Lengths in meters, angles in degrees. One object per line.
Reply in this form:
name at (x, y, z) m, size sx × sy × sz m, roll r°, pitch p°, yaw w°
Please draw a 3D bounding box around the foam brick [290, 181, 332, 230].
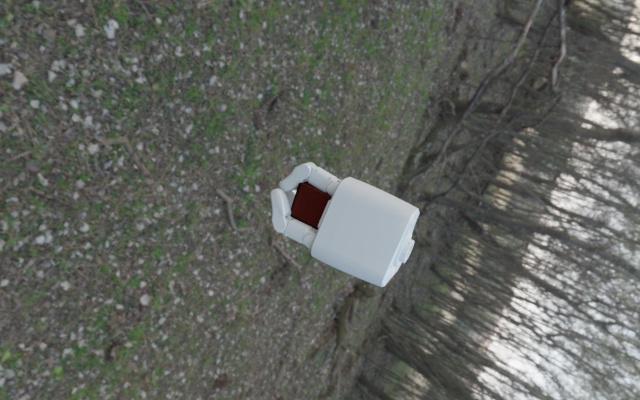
foam brick at (0.000, 0.002, 0.679) m, size 0.051 × 0.053 × 0.078 m, roll 25°, pitch 21°, yaw 18°
